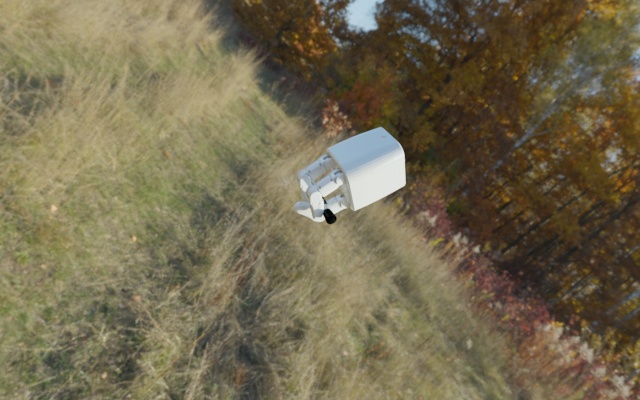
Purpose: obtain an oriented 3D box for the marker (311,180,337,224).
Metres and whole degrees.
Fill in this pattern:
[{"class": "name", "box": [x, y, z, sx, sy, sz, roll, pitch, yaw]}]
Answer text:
[{"class": "marker", "box": [0.000, 0.003, 0.826, 0.020, 0.020, 0.121, 0, 32, -23]}]
